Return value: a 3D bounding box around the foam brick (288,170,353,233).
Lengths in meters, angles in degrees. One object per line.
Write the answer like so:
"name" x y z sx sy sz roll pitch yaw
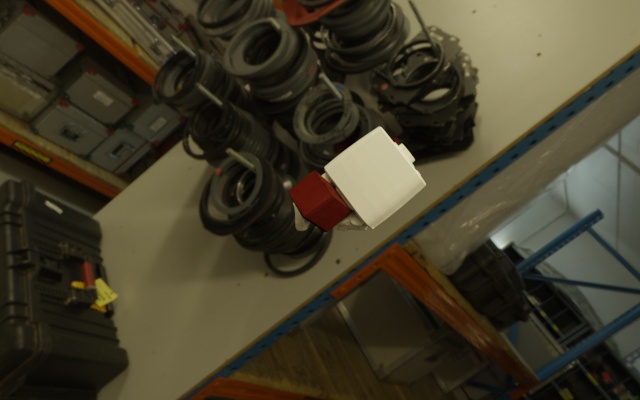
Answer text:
"foam brick" 0.000 0.002 0.683 0.051 0.053 0.078 -38 -30 9
